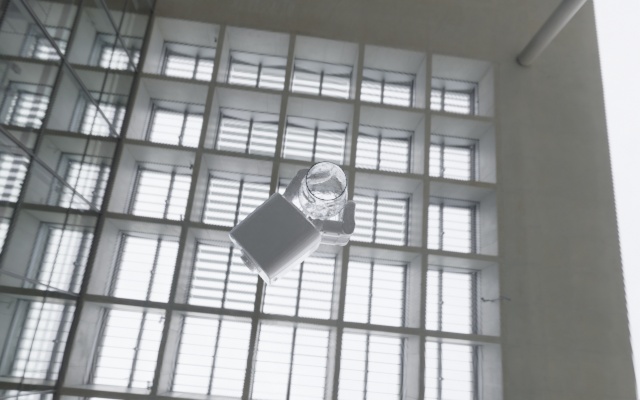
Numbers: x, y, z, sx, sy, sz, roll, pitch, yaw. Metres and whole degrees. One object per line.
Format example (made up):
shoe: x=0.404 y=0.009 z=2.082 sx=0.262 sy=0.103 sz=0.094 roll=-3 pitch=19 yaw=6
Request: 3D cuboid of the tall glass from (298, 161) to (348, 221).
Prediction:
tall glass: x=0.000 y=0.003 z=0.789 sx=0.079 sy=0.079 sz=0.201 roll=0 pitch=-19 yaw=-5
